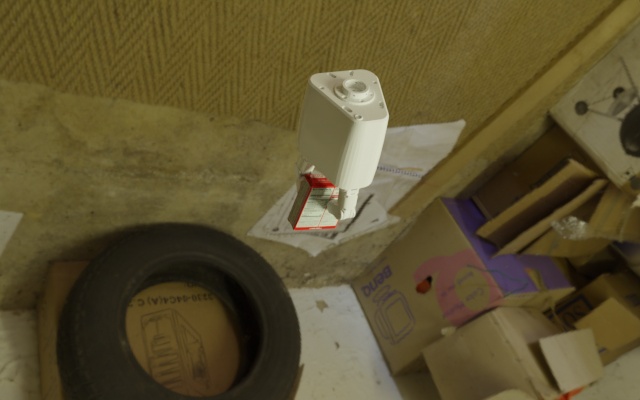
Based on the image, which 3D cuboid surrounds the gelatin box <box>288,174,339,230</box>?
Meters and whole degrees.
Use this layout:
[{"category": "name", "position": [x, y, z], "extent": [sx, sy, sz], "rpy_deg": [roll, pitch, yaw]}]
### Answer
[{"category": "gelatin box", "position": [0.000, 0.003, 0.700], "extent": [0.073, 0.089, 0.030], "rpy_deg": [-1, 42, -31]}]
